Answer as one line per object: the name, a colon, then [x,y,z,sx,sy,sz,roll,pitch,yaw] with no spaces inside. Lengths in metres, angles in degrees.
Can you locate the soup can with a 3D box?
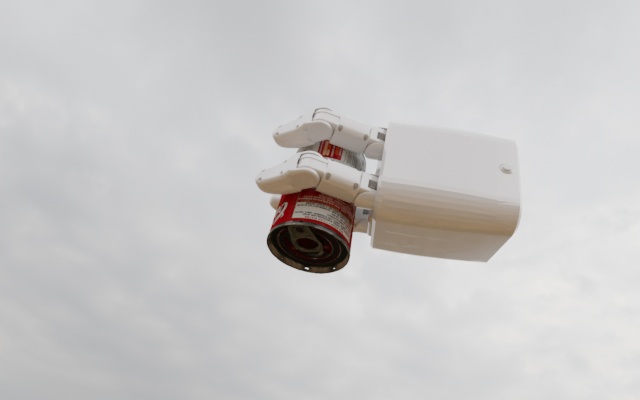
soup can: [0.000,0.001,0.409,0.068,0.102,0.069,9,-38,7]
